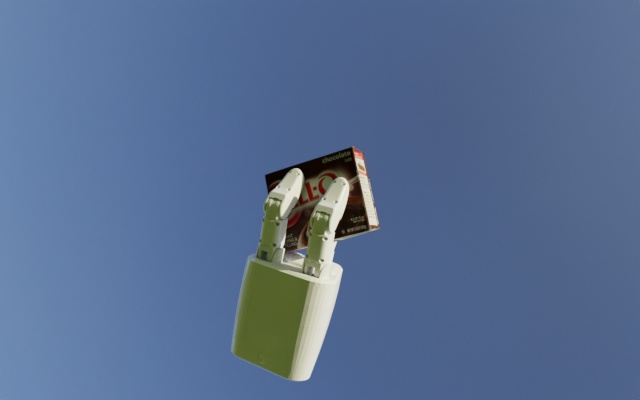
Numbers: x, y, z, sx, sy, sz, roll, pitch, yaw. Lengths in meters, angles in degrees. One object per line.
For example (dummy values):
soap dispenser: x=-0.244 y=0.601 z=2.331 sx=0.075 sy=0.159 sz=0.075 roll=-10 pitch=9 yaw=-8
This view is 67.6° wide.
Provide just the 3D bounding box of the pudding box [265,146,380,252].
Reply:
pudding box: x=0.000 y=0.002 z=0.518 sx=0.113 sy=0.090 sz=0.039 roll=-16 pitch=-10 yaw=22
